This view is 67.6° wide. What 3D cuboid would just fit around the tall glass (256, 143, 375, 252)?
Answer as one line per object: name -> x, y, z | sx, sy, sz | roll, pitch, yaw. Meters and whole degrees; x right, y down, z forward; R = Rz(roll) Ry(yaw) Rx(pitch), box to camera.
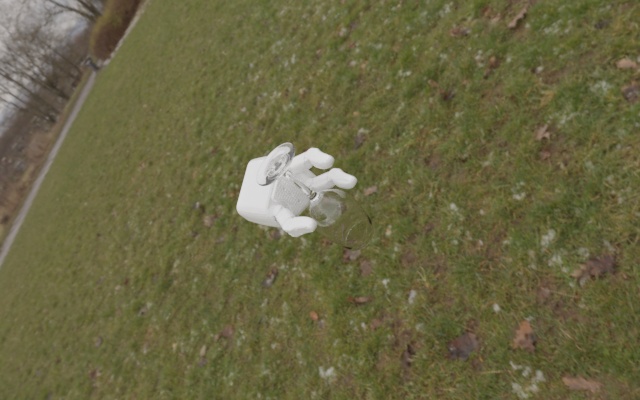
tall glass -> 0.000, 0.002, 0.724 | 0.201, 0.079, 0.079 | 40, -24, -32
